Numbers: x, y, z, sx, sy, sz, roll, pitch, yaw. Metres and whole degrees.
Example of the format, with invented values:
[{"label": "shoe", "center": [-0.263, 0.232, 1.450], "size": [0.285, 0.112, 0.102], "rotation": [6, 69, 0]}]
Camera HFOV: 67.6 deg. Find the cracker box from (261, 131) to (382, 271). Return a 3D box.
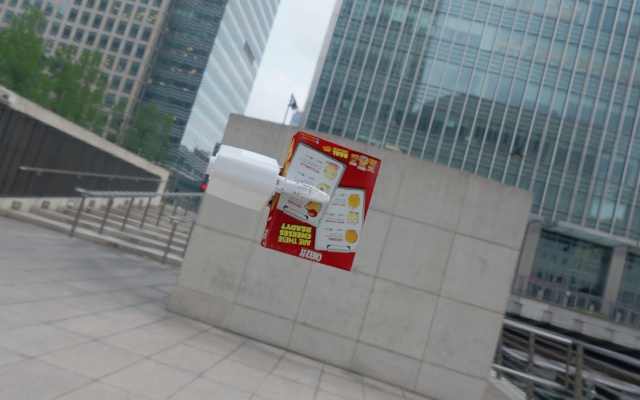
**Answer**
[{"label": "cracker box", "center": [0.000, 0.003, 0.869], "size": [0.164, 0.213, 0.072], "rotation": [18, -6, -12]}]
